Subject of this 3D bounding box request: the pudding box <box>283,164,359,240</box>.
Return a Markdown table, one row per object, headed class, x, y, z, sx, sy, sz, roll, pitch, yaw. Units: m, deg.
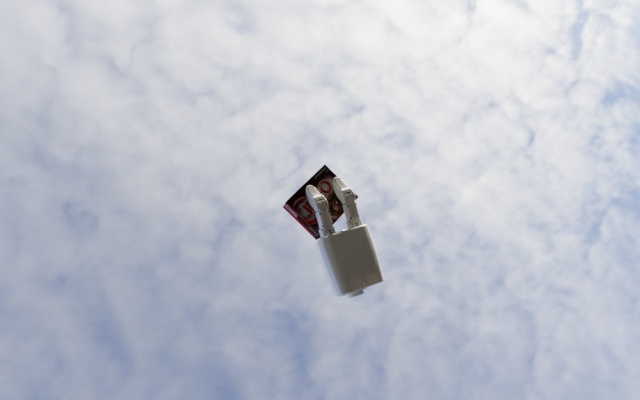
| class | x | y | z | sx | sy | sz | roll | pitch | yaw |
| --- | --- | --- | --- | --- | --- | --- | --- | --- | --- |
| pudding box | 0.000 | 0.003 | 0.885 | 0.113 | 0.090 | 0.039 | -46 | 0 | -25 |
